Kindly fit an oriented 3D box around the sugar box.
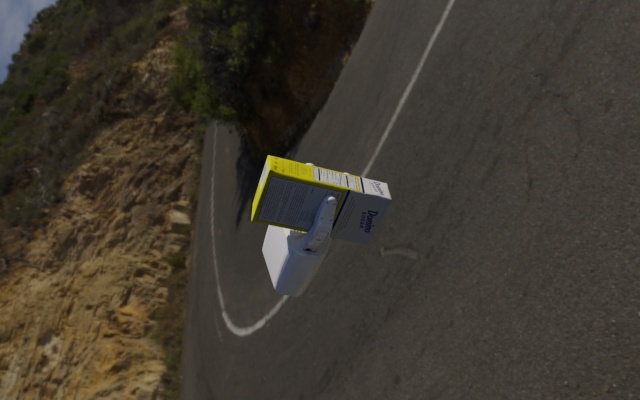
[{"bbox_3d":[0.000,0.002,0.670,0.176,0.093,0.048,12,38,-16],"label":"sugar box"}]
